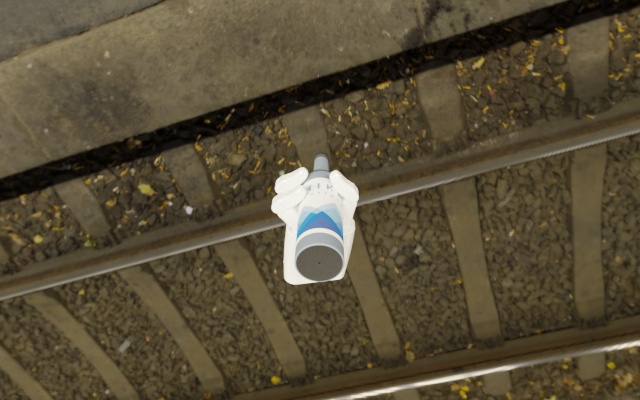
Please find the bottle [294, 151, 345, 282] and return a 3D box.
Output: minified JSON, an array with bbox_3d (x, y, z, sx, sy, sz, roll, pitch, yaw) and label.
[{"bbox_3d":[0.000,0.003,0.749,0.069,0.069,0.295,0,33,1],"label":"bottle"}]
